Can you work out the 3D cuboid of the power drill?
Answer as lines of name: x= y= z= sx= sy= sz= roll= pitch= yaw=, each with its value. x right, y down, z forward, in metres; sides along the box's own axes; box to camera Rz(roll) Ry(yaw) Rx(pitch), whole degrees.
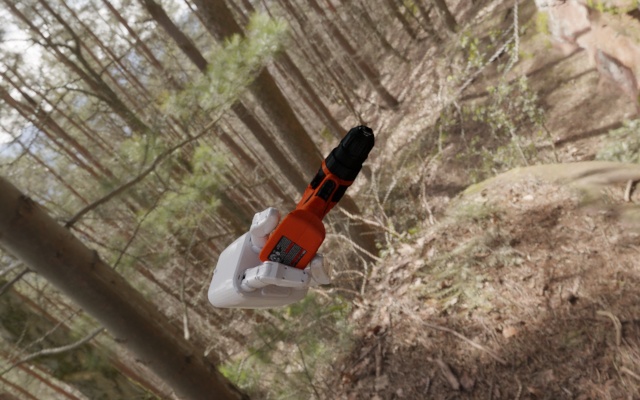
power drill: x=0.000 y=0.002 z=0.629 sx=0.057 sy=0.184 sz=0.187 roll=33 pitch=38 yaw=0
